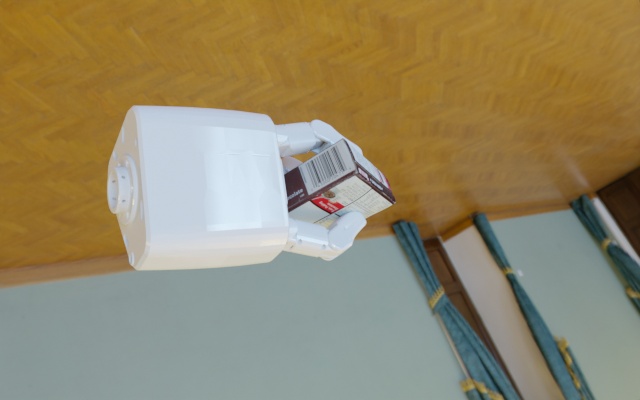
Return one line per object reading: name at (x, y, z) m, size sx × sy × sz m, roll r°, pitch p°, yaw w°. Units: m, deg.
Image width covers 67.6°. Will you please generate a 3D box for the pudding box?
pudding box at (0.000, 0.002, 0.436) m, size 0.113 × 0.039 × 0.090 m, roll -28°, pitch -28°, yaw 19°
